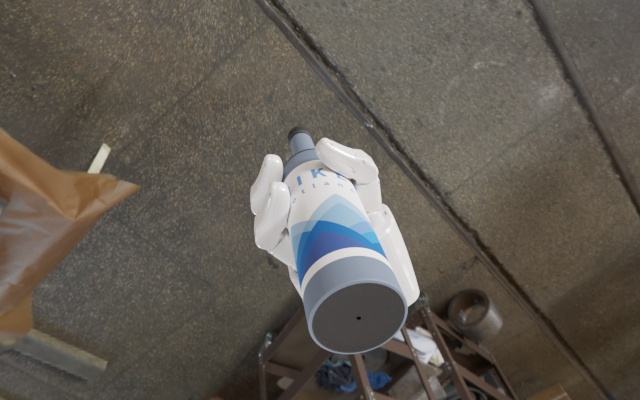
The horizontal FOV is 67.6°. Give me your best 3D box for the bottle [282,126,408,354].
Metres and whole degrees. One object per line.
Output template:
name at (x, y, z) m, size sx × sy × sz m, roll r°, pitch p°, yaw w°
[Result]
bottle at (0.000, 0.001, 0.432) m, size 0.069 × 0.069 × 0.295 m, roll 0°, pitch 31°, yaw -11°
